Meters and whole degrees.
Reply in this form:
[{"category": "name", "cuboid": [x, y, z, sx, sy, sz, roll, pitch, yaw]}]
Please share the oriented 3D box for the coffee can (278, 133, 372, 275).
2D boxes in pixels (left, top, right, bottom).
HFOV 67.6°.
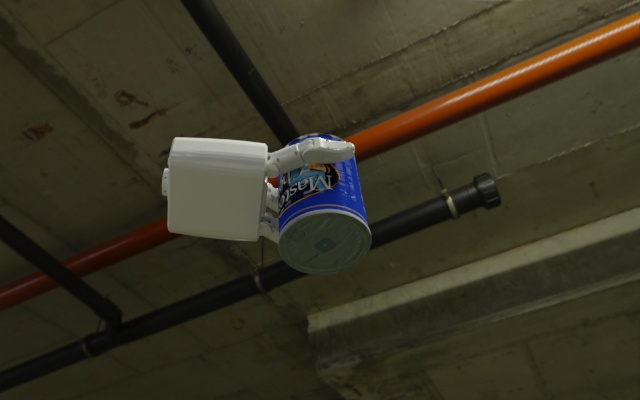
[{"category": "coffee can", "cuboid": [0.000, 0.002, 0.570, 0.103, 0.103, 0.140, 0, 44, -6]}]
